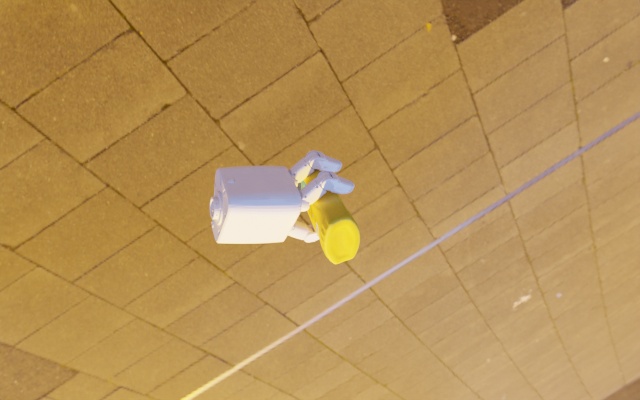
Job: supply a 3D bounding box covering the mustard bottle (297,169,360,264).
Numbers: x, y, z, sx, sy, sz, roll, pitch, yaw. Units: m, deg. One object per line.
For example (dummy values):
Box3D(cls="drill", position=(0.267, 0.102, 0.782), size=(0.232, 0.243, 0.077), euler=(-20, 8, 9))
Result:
Box3D(cls="mustard bottle", position=(0.001, 0.003, 0.754), size=(0.058, 0.096, 0.191), euler=(-19, 44, -9))
